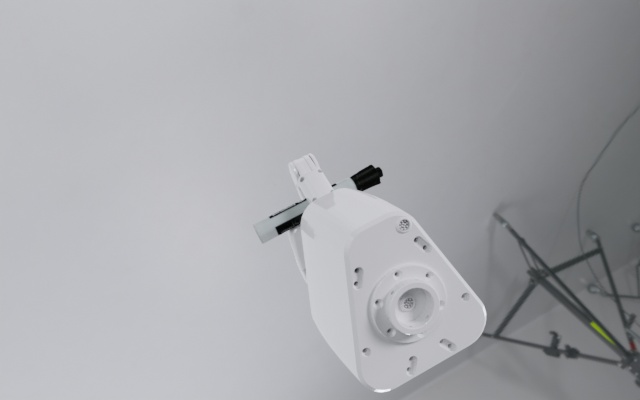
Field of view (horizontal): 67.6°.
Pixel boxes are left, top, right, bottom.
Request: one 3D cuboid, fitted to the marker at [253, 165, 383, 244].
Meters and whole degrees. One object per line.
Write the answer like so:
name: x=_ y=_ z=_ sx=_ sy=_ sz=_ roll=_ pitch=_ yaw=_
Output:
marker: x=0.000 y=0.001 z=0.409 sx=0.121 sy=0.020 sz=0.020 roll=-27 pitch=5 yaw=-9
